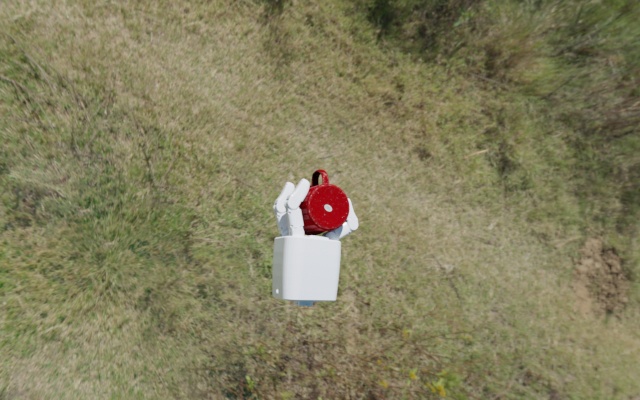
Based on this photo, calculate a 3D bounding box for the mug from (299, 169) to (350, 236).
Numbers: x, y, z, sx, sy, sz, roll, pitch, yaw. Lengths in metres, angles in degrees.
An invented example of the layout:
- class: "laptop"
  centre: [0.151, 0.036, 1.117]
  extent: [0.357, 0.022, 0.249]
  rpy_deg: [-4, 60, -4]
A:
- class: "mug"
  centre: [0.000, 0.001, 0.847]
  extent: [0.093, 0.117, 0.081]
  rpy_deg: [5, -8, -23]
